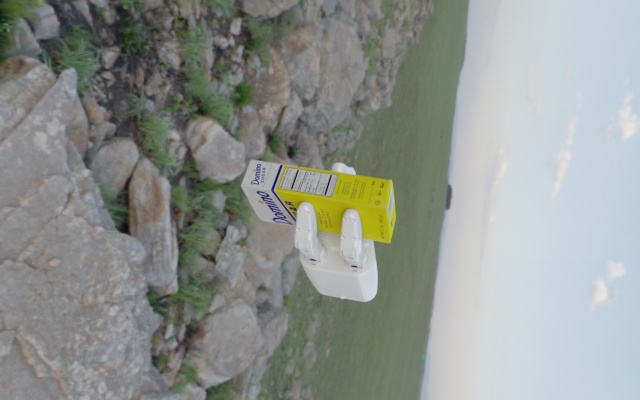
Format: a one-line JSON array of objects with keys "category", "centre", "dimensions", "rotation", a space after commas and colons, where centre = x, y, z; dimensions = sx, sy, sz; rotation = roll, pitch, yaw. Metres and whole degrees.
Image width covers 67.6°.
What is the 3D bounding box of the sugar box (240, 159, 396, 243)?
[{"category": "sugar box", "centre": [0.000, 0.002, 0.581], "dimensions": [0.176, 0.048, 0.093], "rotation": [6, -29, 15]}]
